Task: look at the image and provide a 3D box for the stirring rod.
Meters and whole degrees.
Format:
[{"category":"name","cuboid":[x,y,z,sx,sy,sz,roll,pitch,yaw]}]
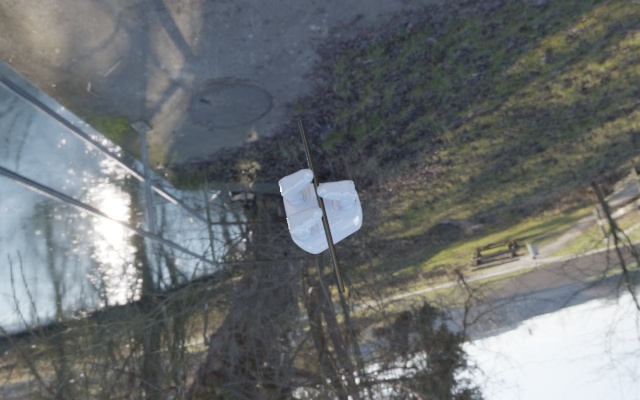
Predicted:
[{"category":"stirring rod","cuboid":[0.000,0.002,0.629,0.011,0.239,0.011,-13,-16,-4]}]
